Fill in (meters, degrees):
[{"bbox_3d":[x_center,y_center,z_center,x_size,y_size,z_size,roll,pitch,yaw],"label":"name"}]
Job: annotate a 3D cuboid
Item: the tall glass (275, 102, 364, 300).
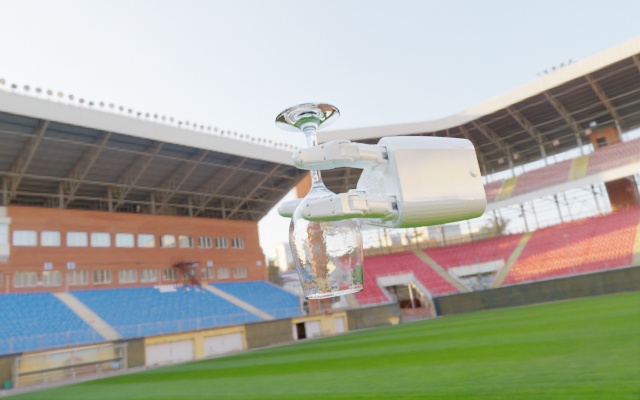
[{"bbox_3d":[0.000,0.001,0.514,0.079,0.201,0.079,-8,-14,-2],"label":"tall glass"}]
